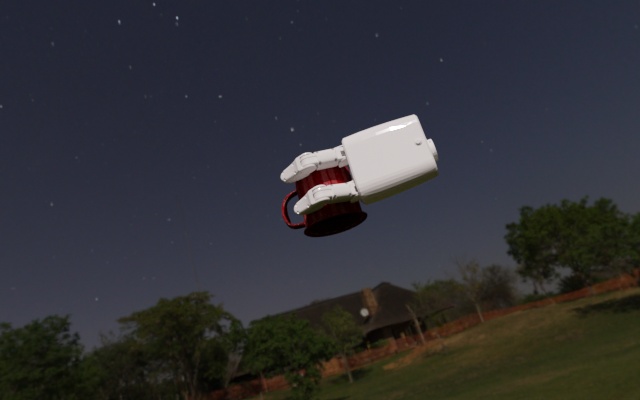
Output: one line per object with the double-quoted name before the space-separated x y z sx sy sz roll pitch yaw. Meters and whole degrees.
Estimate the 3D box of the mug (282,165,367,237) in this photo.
"mug" -0.001 0.003 0.686 0.117 0.081 0.093 -19 -20 8
